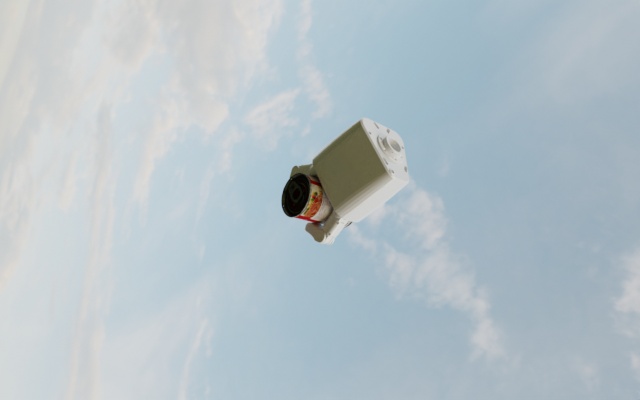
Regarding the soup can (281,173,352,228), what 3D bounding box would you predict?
[{"bbox_3d":[0.000,0.003,0.736,0.102,0.068,0.068,16,-10,-40],"label":"soup can"}]
